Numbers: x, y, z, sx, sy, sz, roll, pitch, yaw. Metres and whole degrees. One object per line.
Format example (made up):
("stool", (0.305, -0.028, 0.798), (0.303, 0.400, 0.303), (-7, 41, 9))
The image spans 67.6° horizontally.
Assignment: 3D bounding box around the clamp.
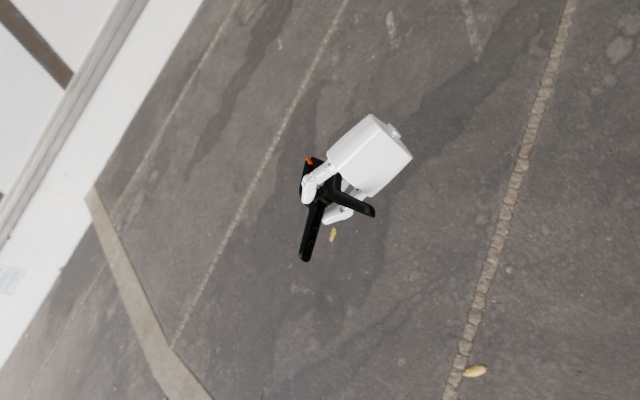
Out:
("clamp", (0.000, 0.002, 0.889), (0.164, 0.209, 0.036), (-40, -44, 16))
